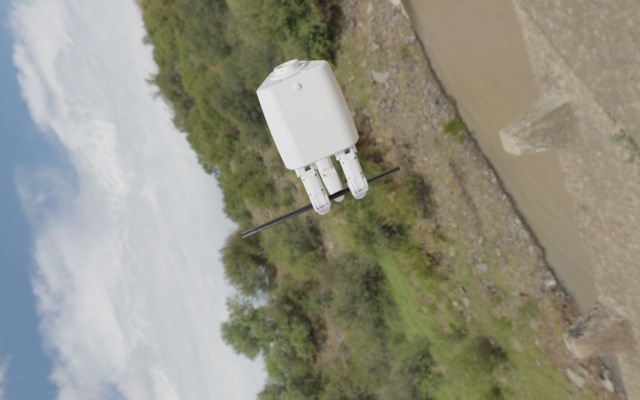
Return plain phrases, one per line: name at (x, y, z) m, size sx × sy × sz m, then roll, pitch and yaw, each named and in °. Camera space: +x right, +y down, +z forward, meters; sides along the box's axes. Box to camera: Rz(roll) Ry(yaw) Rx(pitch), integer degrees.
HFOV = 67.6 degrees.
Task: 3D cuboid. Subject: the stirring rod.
stirring rod at (0.000, 0.002, 0.668) m, size 0.239 × 0.011 × 0.011 m, roll -23°, pitch 0°, yaw 0°
